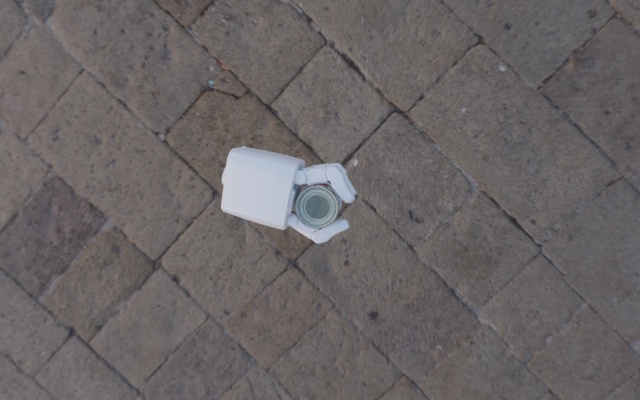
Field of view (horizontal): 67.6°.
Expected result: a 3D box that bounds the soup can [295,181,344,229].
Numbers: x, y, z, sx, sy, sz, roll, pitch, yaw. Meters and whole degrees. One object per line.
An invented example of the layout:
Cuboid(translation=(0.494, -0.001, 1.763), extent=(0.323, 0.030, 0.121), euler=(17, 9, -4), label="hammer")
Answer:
Cuboid(translation=(0.001, 0.003, 0.749), extent=(0.068, 0.068, 0.102), euler=(0, 8, 6), label="soup can")
